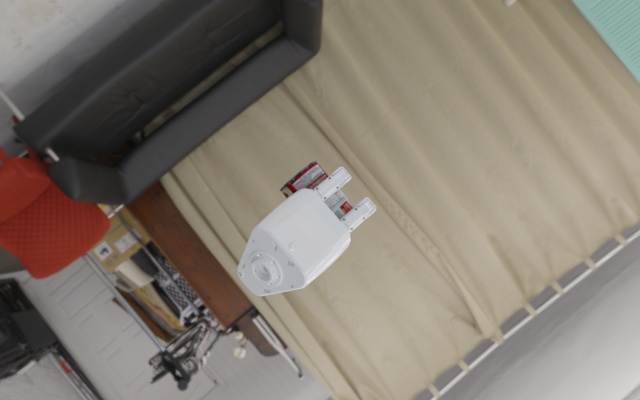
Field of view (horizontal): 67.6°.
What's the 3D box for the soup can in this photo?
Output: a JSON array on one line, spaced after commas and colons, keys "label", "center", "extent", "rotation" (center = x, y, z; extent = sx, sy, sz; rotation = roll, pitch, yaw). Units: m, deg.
[{"label": "soup can", "center": [0.000, 0.002, 0.685], "extent": [0.068, 0.102, 0.068], "rotation": [-40, -1, 0]}]
